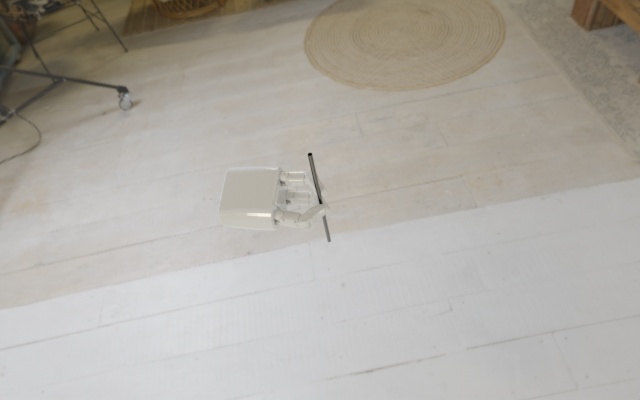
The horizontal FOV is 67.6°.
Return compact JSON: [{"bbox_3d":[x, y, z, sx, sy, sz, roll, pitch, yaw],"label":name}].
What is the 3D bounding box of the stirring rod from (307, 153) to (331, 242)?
[{"bbox_3d":[0.000,0.003,0.858,0.011,0.011,0.240,0,-40,11],"label":"stirring rod"}]
